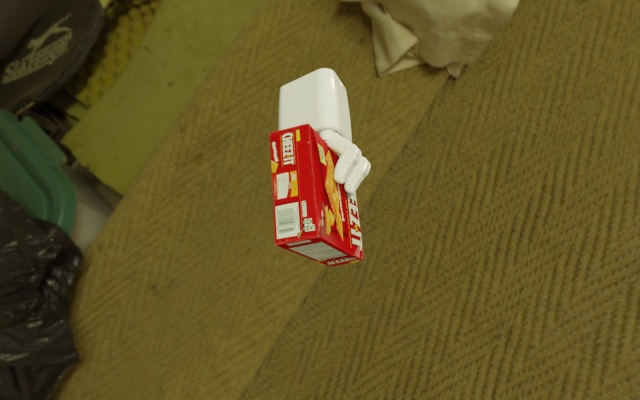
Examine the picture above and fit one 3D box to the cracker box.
[{"bbox_3d":[0.000,0.002,0.729,0.072,0.164,0.214,-11,-18,19],"label":"cracker box"}]
